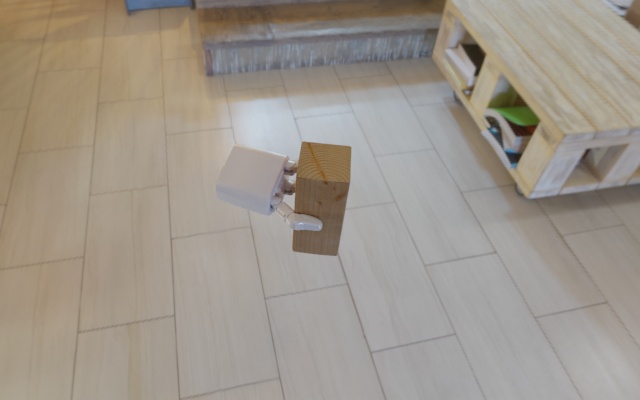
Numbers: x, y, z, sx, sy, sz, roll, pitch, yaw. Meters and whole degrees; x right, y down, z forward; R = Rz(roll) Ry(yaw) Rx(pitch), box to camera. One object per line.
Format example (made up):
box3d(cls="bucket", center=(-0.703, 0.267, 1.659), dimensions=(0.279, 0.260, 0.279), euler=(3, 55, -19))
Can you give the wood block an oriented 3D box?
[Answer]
box3d(cls="wood block", center=(0.000, 0.003, 0.872), dimensions=(0.090, 0.090, 0.206), euler=(6, -42, 0))
